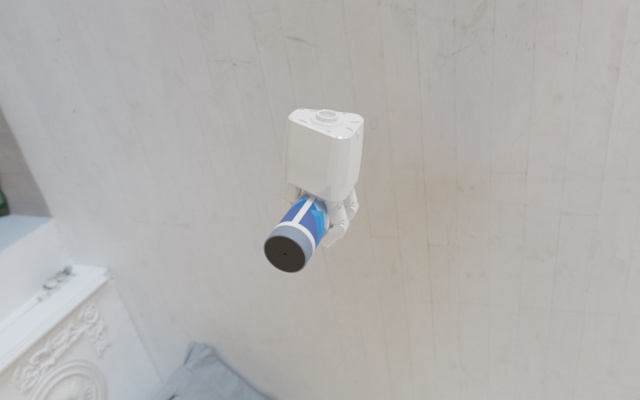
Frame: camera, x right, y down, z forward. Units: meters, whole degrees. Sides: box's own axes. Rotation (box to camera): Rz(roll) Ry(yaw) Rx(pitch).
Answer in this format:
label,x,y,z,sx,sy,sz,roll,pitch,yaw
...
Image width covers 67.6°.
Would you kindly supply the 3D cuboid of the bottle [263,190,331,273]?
label,x,y,z,sx,sy,sz,roll,pitch,yaw
bottle,0.000,0.003,0.784,0.069,0.069,0.295,0,30,23
